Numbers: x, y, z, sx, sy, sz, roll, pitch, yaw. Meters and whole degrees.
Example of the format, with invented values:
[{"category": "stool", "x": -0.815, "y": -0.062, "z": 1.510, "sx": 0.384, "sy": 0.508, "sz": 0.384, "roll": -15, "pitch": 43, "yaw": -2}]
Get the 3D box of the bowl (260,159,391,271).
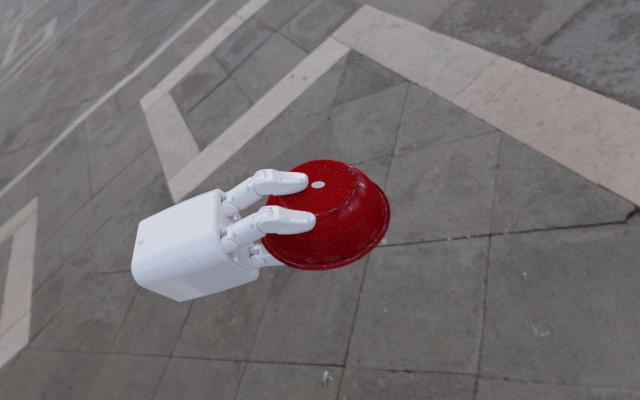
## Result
[{"category": "bowl", "x": 0.001, "y": 0.001, "z": 0.561, "sx": 0.162, "sy": 0.162, "sz": 0.055, "roll": 0, "pitch": -44, "yaw": 12}]
